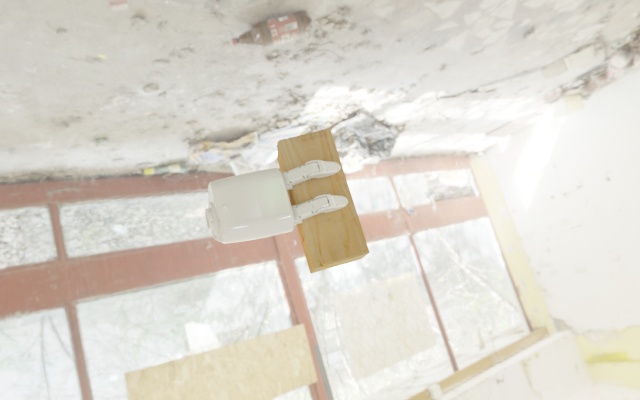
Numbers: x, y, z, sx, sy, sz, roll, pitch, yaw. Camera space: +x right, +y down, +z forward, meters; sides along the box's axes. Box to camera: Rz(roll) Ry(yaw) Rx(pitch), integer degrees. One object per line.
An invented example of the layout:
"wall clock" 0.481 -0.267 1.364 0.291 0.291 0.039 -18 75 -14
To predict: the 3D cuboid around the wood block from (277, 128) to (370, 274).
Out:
"wood block" 0.000 0.003 0.768 0.090 0.206 0.091 -15 -12 -9
